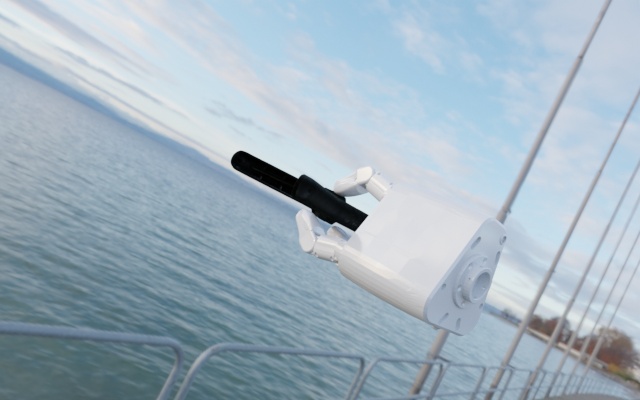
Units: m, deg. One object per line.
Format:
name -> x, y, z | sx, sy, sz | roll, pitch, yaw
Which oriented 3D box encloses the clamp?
clamp -> 0.001, 0.001, 0.559 | 0.210, 0.036, 0.164 | 29, -2, -42
